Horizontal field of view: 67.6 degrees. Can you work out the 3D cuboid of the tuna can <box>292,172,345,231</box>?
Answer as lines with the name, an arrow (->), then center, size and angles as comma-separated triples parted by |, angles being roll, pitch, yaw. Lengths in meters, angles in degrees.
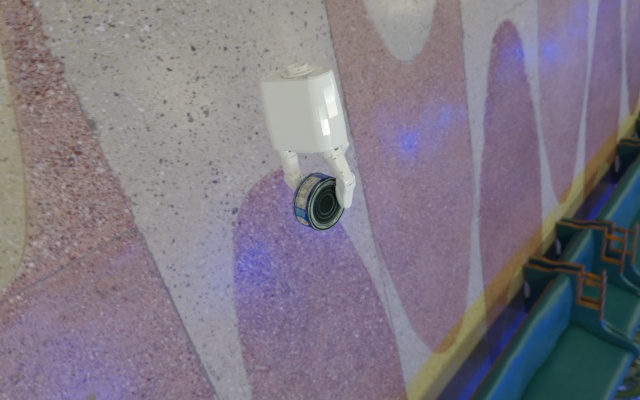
tuna can -> 0.001, 0.003, 0.724 | 0.033, 0.086, 0.086 | 20, 13, 41
